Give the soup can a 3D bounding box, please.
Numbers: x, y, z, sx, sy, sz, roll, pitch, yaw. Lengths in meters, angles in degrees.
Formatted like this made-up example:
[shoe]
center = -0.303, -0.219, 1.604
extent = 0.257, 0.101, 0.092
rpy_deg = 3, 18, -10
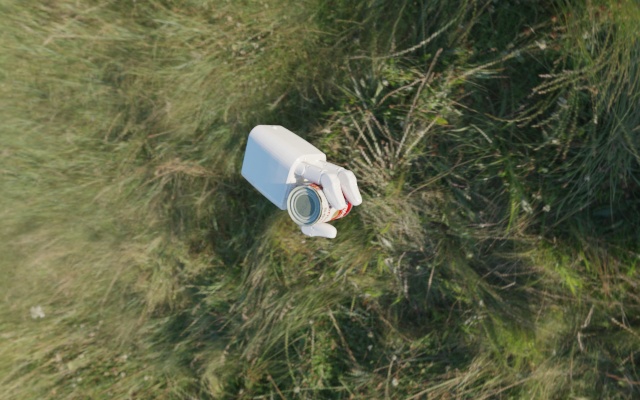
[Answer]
[soup can]
center = 0.000, 0.003, 0.781
extent = 0.068, 0.068, 0.102
rpy_deg = 0, 6, 31
